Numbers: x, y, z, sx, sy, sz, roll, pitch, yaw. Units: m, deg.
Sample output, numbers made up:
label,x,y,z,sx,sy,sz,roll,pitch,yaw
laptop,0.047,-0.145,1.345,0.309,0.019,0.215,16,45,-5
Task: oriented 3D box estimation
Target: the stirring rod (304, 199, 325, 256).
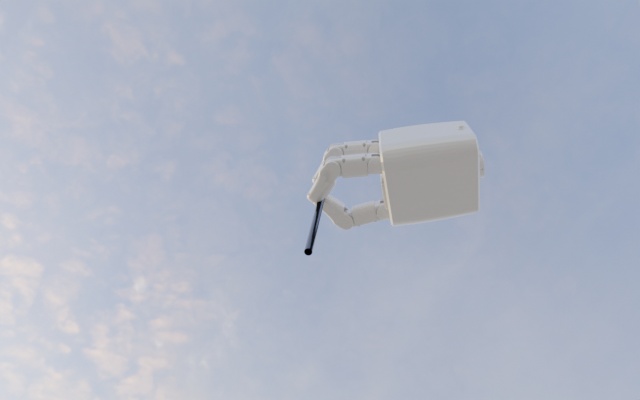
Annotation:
label,x,y,z,sx,sy,sz,roll,pitch,yaw
stirring rod,0.000,0.002,0.566,0.011,0.011,0.239,0,23,6
